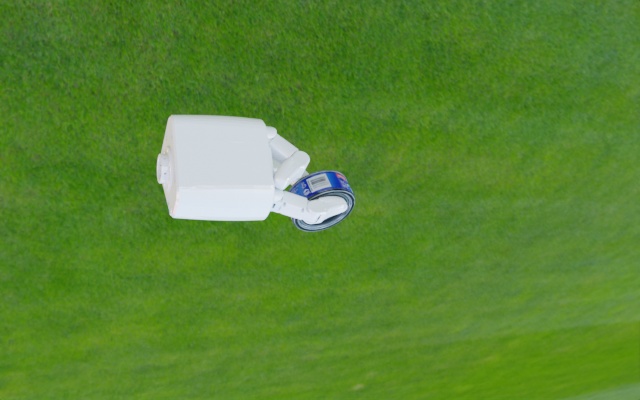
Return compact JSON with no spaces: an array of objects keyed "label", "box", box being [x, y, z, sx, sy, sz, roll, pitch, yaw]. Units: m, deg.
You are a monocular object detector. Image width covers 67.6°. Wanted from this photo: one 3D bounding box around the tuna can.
[{"label":"tuna can","box":[0.000,0.002,0.609,0.086,0.033,0.086,-16,-34,-12]}]
